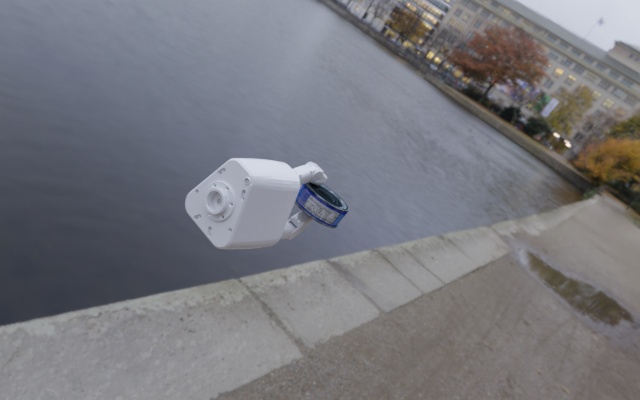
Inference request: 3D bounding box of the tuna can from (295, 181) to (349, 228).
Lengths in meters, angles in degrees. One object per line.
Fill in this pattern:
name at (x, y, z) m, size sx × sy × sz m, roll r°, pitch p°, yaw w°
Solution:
tuna can at (0.000, 0.002, 0.724) m, size 0.086 × 0.034 × 0.086 m, roll 34°, pitch 15°, yaw -10°
